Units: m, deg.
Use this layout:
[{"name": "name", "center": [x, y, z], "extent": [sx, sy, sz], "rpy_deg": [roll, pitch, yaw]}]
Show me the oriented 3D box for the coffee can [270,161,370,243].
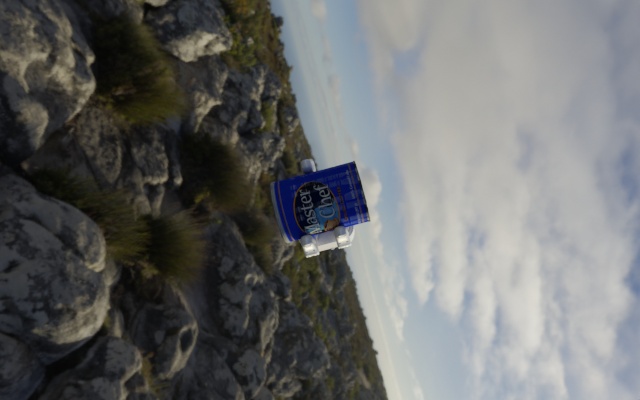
[{"name": "coffee can", "center": [0.000, 0.002, 0.773], "extent": [0.140, 0.103, 0.103], "rpy_deg": [-15, -1, 3]}]
